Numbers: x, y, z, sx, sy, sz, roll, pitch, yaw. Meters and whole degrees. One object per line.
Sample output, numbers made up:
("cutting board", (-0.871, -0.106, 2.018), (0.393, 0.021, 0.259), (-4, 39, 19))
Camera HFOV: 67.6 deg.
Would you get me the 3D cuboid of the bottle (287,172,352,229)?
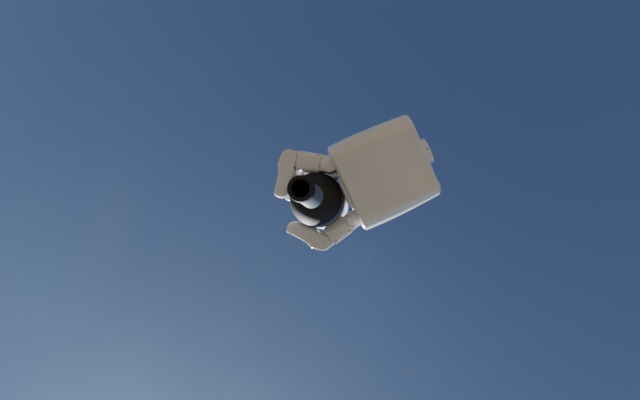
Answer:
("bottle", (0.000, 0.002, 0.620), (0.069, 0.069, 0.296), (0, -6, 8))
